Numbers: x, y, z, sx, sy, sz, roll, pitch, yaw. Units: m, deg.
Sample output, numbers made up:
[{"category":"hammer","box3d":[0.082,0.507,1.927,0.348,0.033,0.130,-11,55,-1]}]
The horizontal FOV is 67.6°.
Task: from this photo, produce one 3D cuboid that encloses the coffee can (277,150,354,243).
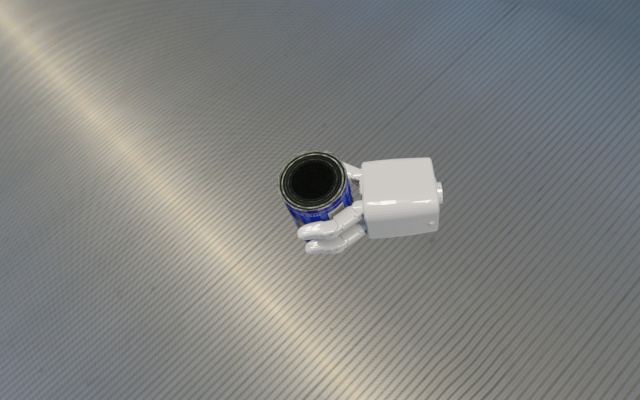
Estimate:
[{"category":"coffee can","box3d":[0.000,0.002,0.741,0.103,0.102,0.140,0,-28,12]}]
